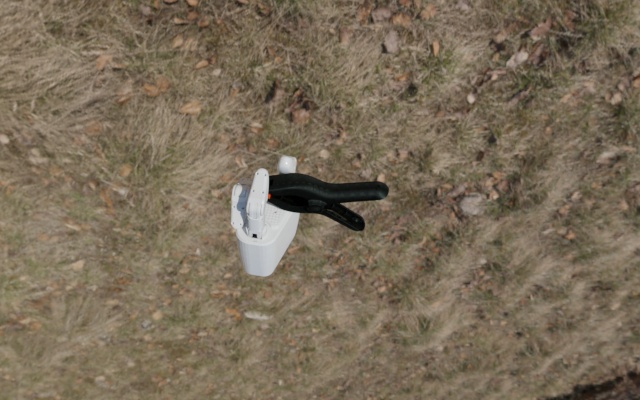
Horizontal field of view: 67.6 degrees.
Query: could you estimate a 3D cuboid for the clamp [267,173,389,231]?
[{"bbox_3d":[0.000,0.003,0.658,0.171,0.039,0.120,9,-35,1],"label":"clamp"}]
